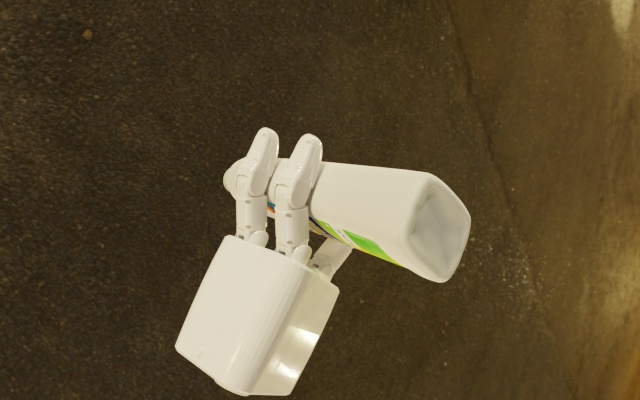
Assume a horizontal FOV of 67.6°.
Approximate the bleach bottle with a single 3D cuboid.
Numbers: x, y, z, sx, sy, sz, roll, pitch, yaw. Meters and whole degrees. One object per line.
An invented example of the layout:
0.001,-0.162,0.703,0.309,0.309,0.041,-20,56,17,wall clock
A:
0.000,0.001,0.440,0.251,0.068,0.103,13,-17,43,bleach bottle
